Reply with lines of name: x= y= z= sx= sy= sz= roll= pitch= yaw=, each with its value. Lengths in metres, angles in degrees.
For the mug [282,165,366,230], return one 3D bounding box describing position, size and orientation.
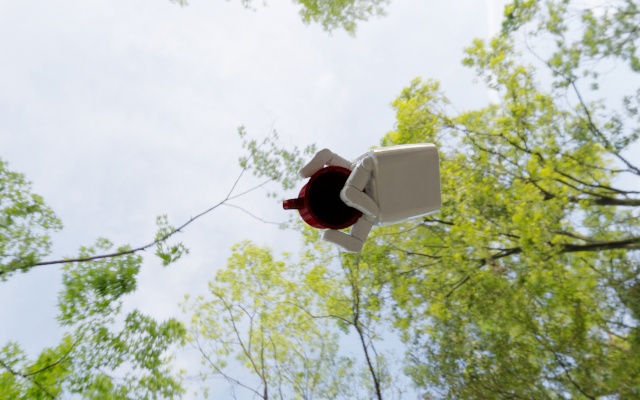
mug: x=-0.001 y=0.003 z=0.715 sx=0.117 sy=0.093 sz=0.081 roll=-9 pitch=-5 yaw=-17
